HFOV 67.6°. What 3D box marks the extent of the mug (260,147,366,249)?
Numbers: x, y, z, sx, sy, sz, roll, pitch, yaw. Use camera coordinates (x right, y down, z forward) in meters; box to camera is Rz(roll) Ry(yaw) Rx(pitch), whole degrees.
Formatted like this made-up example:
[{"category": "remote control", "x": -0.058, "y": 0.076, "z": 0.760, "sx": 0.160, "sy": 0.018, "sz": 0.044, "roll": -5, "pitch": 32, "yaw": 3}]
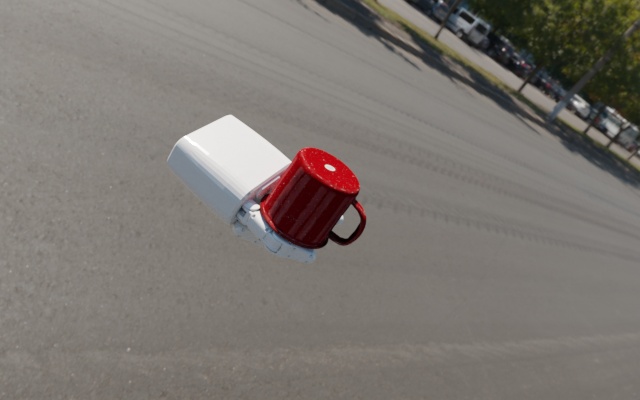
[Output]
[{"category": "mug", "x": 0.001, "y": 0.003, "z": 0.539, "sx": 0.117, "sy": 0.081, "sz": 0.093, "roll": 40, "pitch": 26, "yaw": 8}]
